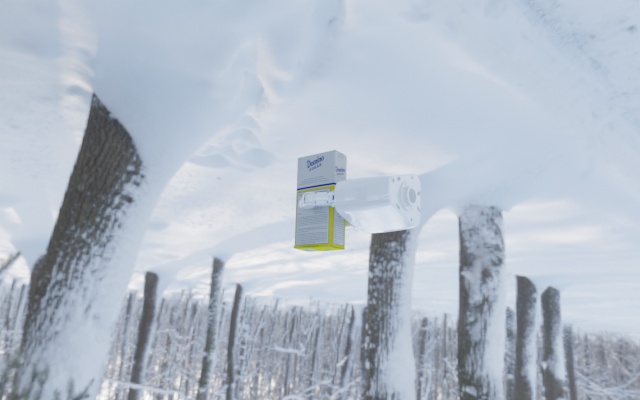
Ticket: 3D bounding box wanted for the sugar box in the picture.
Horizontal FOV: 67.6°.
[{"bbox_3d":[0.001,0.003,0.874,0.093,0.176,0.048,-7,-17,39],"label":"sugar box"}]
